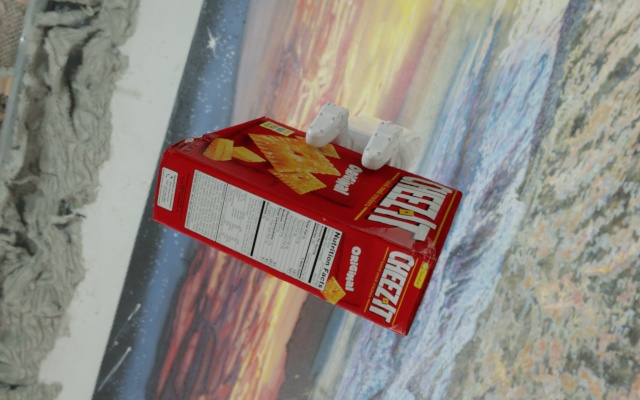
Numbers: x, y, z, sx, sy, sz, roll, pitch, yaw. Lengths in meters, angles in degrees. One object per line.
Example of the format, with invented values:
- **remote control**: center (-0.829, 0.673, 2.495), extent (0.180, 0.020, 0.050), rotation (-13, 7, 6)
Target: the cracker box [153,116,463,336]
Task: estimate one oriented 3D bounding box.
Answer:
- **cracker box**: center (0.000, 0.001, 0.403), extent (0.213, 0.072, 0.164), rotation (22, 24, 15)
